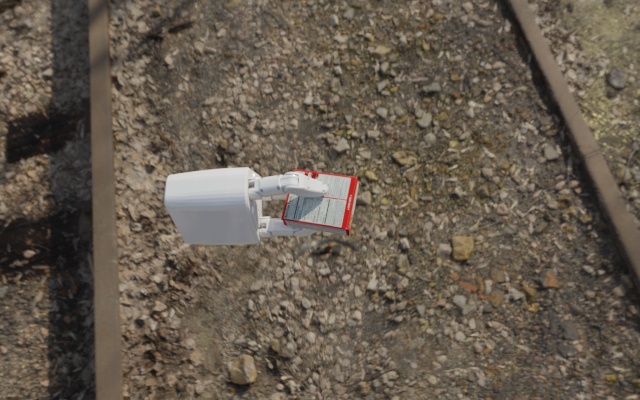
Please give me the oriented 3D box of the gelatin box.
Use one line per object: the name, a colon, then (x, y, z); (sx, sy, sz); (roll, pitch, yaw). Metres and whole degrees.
gelatin box: (0.000, 0.002, 0.623); (0.089, 0.073, 0.030); (8, -20, 12)
